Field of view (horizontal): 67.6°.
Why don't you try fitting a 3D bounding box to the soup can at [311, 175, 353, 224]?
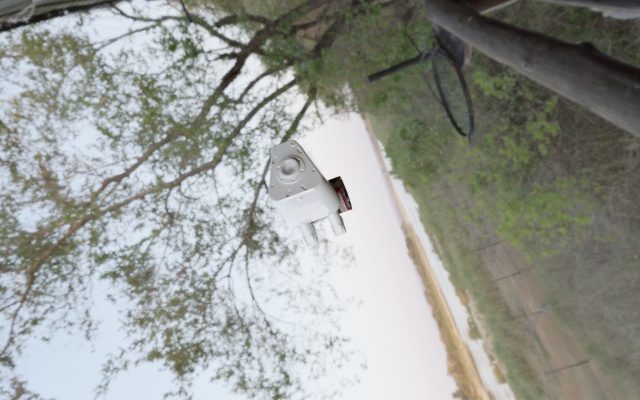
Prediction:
[{"bbox_3d":[0.000,0.003,0.882,0.102,0.068,0.068,-20,-3,8],"label":"soup can"}]
